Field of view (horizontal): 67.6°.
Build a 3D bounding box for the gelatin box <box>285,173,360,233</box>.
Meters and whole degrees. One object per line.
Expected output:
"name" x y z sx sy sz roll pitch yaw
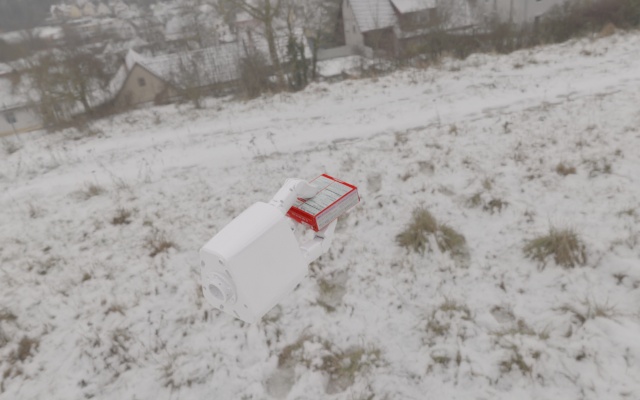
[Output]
"gelatin box" 0.000 0.002 0.690 0.089 0.030 0.073 -36 39 -28
